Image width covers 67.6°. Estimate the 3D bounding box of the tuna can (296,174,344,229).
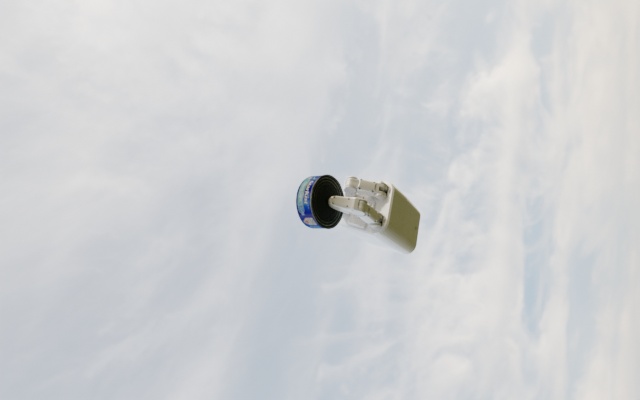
[{"bbox_3d":[0.000,0.002,0.758,0.034,0.086,0.086,-2,-2,39],"label":"tuna can"}]
